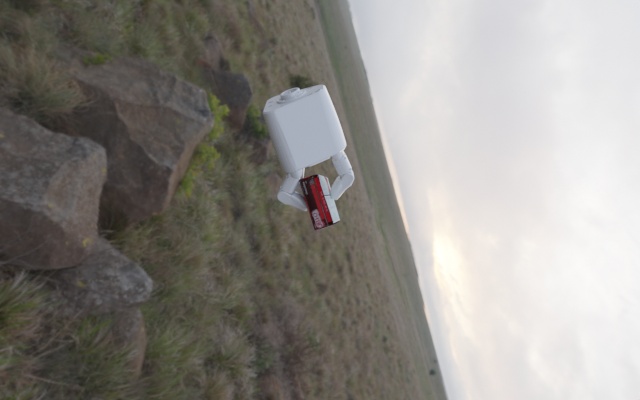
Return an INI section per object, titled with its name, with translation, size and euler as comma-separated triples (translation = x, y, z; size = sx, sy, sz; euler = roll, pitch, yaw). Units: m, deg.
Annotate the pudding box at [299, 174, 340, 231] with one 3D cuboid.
[pudding box]
translation = 0.000, 0.003, 0.832
size = 0.039, 0.090, 0.113
euler = -17, -2, 9
